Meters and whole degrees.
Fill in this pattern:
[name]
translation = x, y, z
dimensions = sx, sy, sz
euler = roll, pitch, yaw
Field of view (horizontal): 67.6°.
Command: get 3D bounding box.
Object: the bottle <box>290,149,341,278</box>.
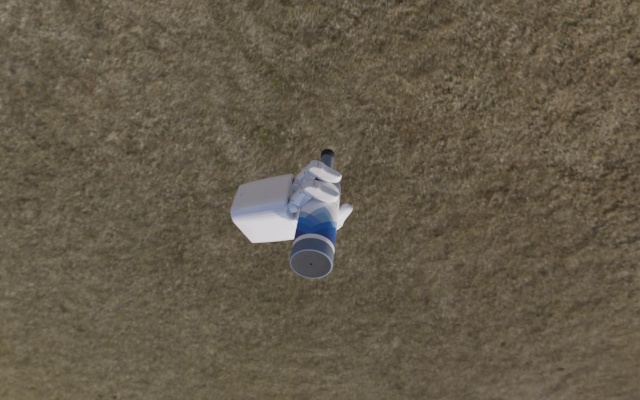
[bottle]
translation = 0.000, 0.003, 0.839
dimensions = 0.069, 0.069, 0.295
euler = 0, 40, 7
